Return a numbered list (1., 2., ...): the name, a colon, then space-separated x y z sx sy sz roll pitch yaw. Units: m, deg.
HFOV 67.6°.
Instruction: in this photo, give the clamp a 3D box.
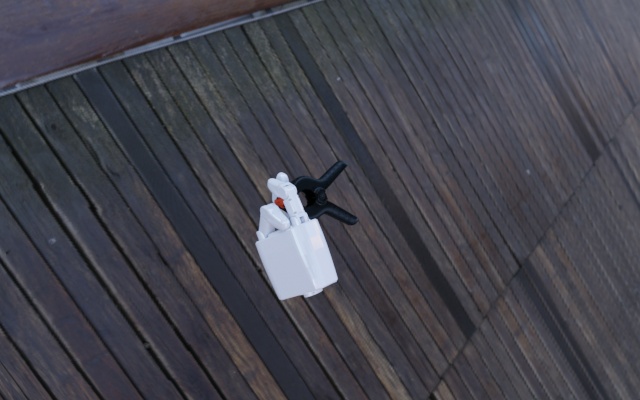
1. clamp: 0.000 0.003 0.839 0.171 0.120 0.039 -20 -3 -37
